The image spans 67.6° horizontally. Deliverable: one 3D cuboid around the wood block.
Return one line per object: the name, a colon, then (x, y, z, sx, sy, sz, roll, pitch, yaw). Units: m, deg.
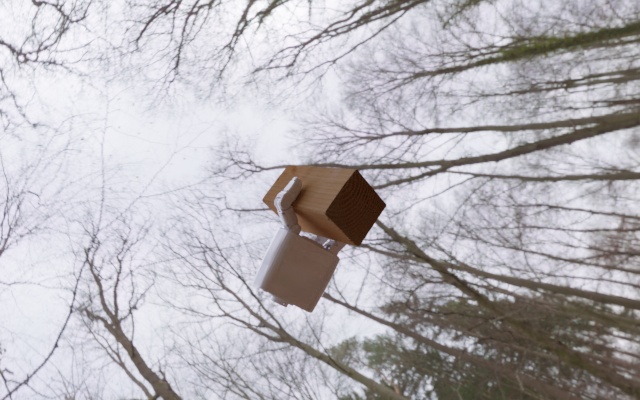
wood block: (0.000, 0.003, 0.823, 0.091, 0.090, 0.206, 46, -20, -29)
